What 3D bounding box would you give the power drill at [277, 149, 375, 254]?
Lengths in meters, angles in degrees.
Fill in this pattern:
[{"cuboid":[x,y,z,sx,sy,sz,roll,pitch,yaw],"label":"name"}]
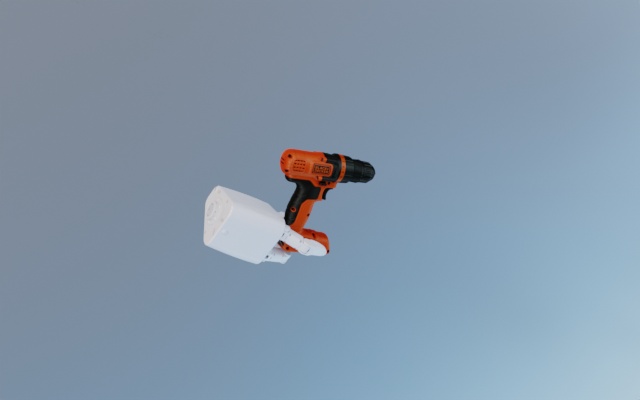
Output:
[{"cuboid":[0.000,0.003,0.872,0.184,0.188,0.057,7,16,-24],"label":"power drill"}]
